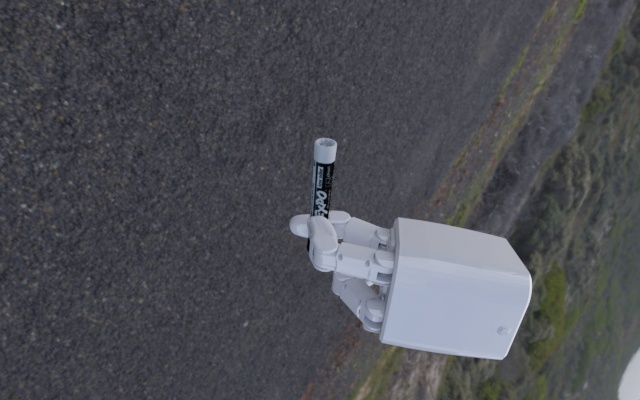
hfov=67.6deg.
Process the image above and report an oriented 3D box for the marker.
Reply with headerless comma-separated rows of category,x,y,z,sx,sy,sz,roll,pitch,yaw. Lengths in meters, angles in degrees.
marker,0.000,0.001,0.434,0.020,0.121,0.020,4,33,-2
